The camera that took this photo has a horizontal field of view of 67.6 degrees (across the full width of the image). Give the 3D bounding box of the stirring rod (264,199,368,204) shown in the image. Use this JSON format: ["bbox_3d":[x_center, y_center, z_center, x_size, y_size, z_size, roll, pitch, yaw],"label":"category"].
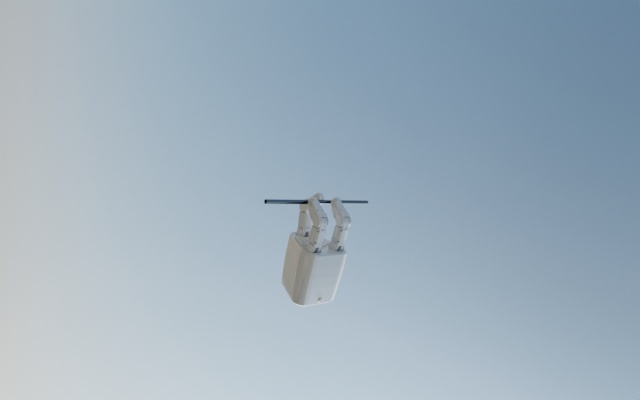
[{"bbox_3d":[0.000,0.003,0.881,0.239,0.011,0.011,1,0,-39],"label":"stirring rod"}]
